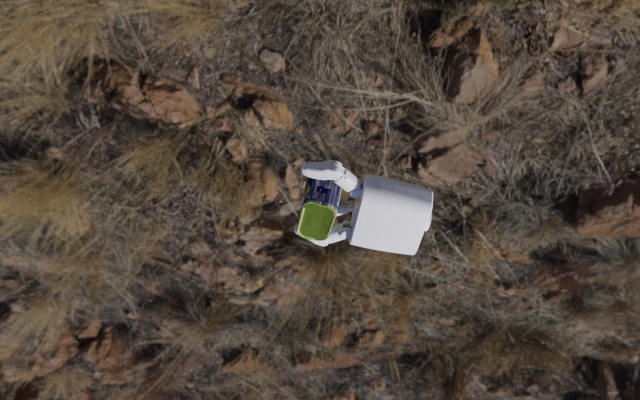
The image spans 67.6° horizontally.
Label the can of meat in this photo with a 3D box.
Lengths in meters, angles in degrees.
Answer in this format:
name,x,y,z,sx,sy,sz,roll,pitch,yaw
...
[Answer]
name,x,y,z,sx,sy,sz,roll,pitch,yaw
can of meat,0.000,0.003,0.735,0.057,0.084,0.102,14,-38,-2
